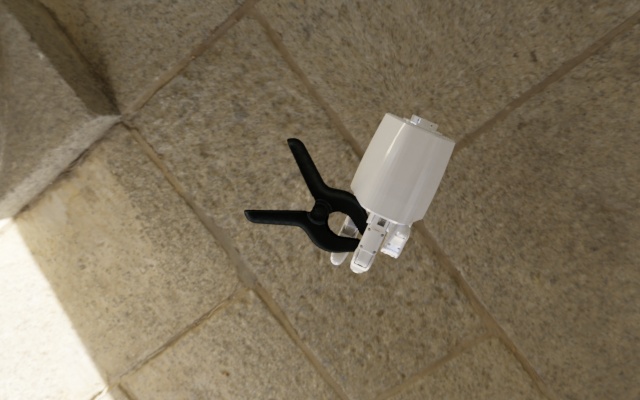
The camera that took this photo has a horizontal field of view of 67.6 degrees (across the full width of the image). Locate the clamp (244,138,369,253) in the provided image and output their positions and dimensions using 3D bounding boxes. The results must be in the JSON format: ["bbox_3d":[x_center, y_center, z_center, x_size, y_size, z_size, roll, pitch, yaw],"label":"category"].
[{"bbox_3d":[0.000,0.002,0.595,0.171,0.120,0.039,24,14,4],"label":"clamp"}]
